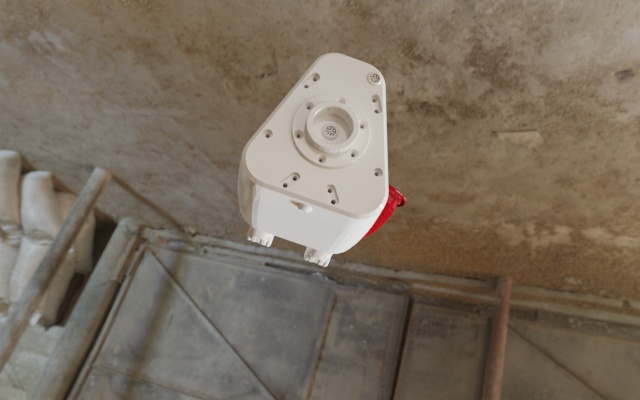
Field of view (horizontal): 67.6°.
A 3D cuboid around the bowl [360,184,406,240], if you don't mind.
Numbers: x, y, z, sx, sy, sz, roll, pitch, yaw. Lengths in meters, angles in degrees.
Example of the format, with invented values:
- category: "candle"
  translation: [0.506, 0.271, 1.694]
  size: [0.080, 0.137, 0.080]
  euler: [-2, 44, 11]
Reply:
- category: "bowl"
  translation: [0.000, 0.002, 0.479]
  size: [0.162, 0.055, 0.162]
  euler: [18, -8, 3]
